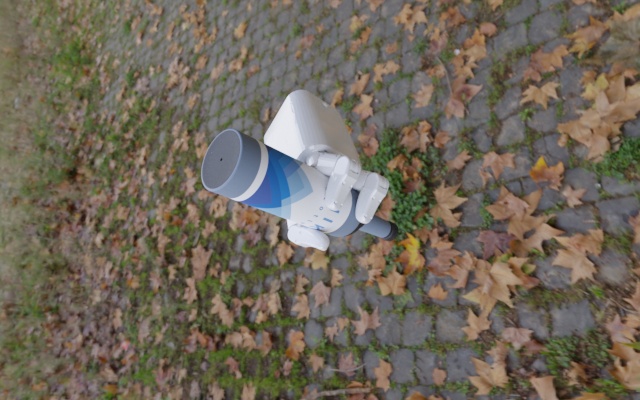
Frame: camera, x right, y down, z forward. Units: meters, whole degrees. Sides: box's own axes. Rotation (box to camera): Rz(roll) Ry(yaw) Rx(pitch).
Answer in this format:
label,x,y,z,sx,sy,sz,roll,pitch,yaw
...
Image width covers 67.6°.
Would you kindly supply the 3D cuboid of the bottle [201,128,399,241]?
label,x,y,z,sx,sy,sz,roll,pitch,yaw
bottle,0.000,0.002,0.573,0.069,0.069,0.296,0,-17,45
